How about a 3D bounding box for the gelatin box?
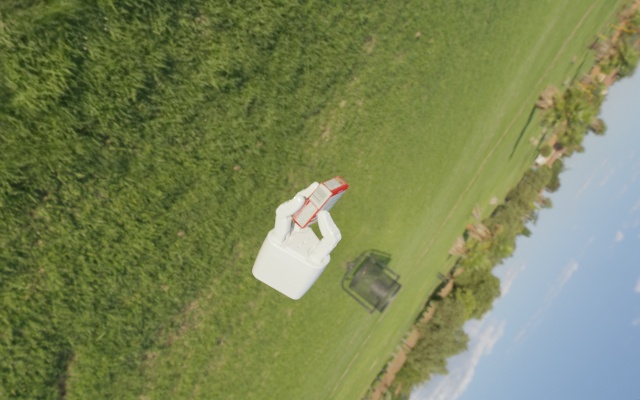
[{"bbox_3d":[0.001,0.003,0.809,0.089,0.030,0.073,-50,-12,26],"label":"gelatin box"}]
